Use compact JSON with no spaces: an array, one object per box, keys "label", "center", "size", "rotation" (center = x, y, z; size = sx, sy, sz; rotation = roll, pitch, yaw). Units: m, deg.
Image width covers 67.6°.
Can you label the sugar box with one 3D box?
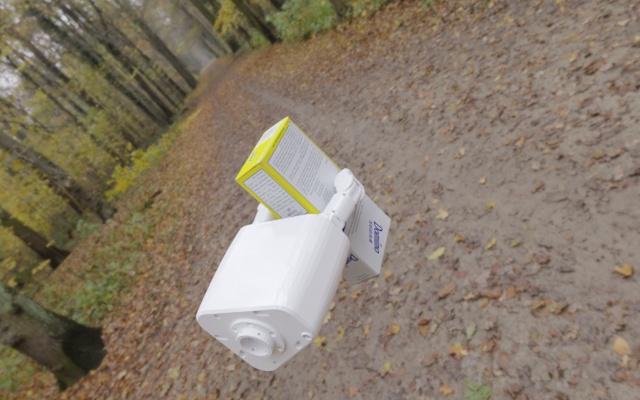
[{"label":"sugar box","center":[0.000,0.002,0.514],"size":[0.048,0.176,0.093],"rotation":[-29,25,35]}]
